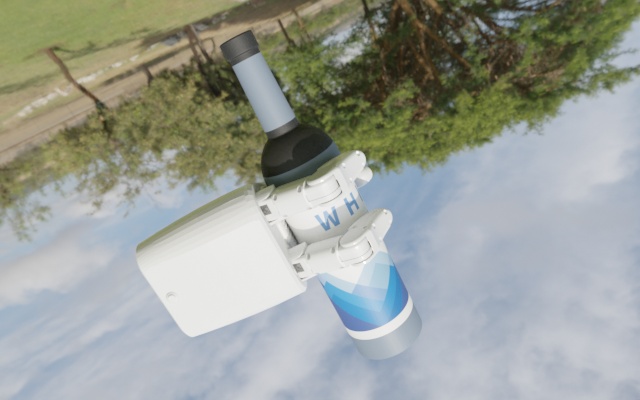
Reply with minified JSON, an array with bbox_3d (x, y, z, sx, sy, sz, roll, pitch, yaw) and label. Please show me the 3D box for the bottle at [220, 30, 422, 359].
[{"bbox_3d":[0.000,0.002,0.406,0.069,0.296,0.069,-25,18,8],"label":"bottle"}]
